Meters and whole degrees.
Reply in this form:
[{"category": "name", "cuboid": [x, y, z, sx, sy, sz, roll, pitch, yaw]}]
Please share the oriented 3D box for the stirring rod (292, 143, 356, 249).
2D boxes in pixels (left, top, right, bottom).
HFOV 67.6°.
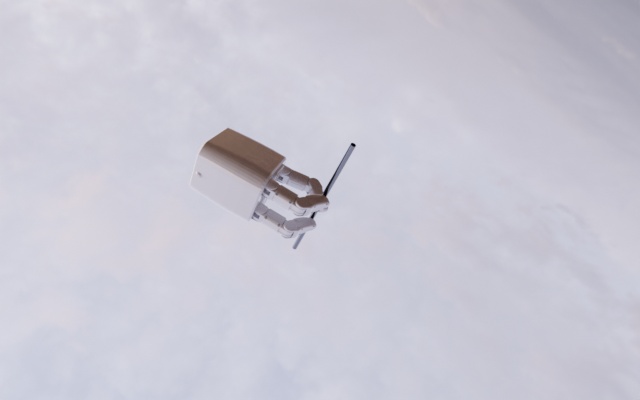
[{"category": "stirring rod", "cuboid": [0.000, 0.002, 0.715, 0.011, 0.011, 0.240, 0, -39, -28]}]
